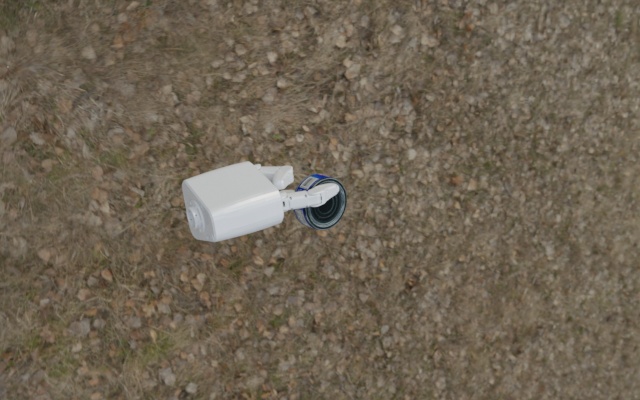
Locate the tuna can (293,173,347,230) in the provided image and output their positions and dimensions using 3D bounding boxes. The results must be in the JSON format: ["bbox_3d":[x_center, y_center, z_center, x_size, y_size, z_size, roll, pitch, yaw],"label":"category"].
[{"bbox_3d":[0.001,0.003,0.747,0.086,0.086,0.033,0,12,-39],"label":"tuna can"}]
